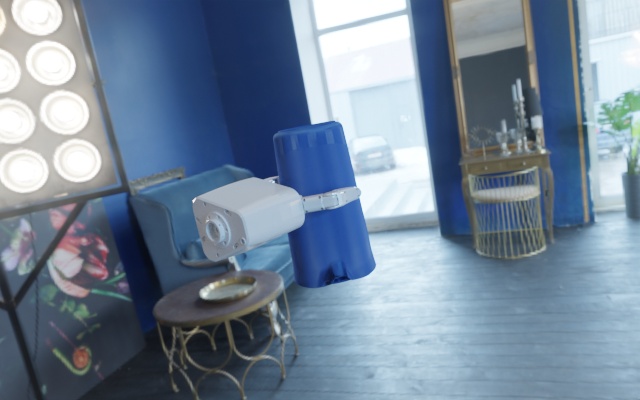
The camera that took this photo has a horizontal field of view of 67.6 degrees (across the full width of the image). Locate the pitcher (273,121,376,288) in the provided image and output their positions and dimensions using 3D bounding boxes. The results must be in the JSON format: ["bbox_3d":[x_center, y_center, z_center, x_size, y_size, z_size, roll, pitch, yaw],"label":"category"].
[{"bbox_3d":[0.000,0.003,0.755,0.149,0.243,0.145,-1,14,41],"label":"pitcher"}]
